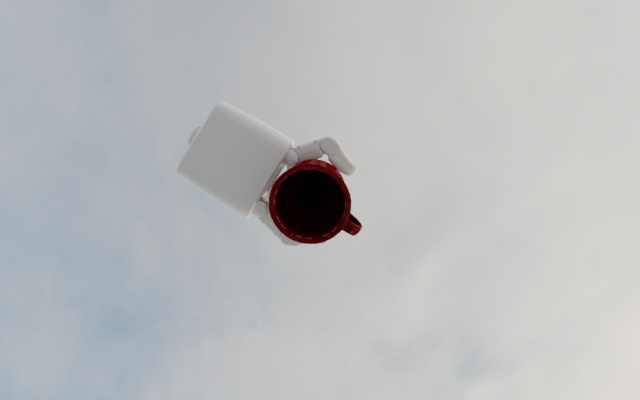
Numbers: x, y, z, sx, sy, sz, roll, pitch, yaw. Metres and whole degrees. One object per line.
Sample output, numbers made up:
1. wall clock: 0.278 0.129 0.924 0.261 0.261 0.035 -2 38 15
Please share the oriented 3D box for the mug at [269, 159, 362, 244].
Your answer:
1. mug: 0.001 0.003 0.573 0.117 0.093 0.081 32 13 -5
